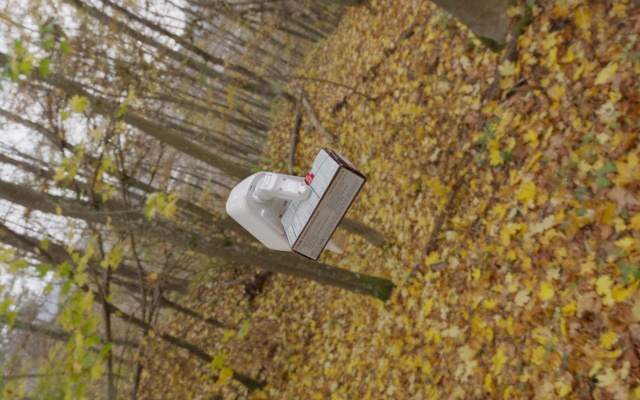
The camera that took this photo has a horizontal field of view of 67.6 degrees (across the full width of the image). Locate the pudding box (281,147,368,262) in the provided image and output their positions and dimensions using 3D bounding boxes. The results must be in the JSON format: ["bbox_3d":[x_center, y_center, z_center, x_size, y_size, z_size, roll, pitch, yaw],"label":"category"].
[{"bbox_3d":[0.000,0.002,0.552,0.039,0.113,0.090,25,11,-20],"label":"pudding box"}]
